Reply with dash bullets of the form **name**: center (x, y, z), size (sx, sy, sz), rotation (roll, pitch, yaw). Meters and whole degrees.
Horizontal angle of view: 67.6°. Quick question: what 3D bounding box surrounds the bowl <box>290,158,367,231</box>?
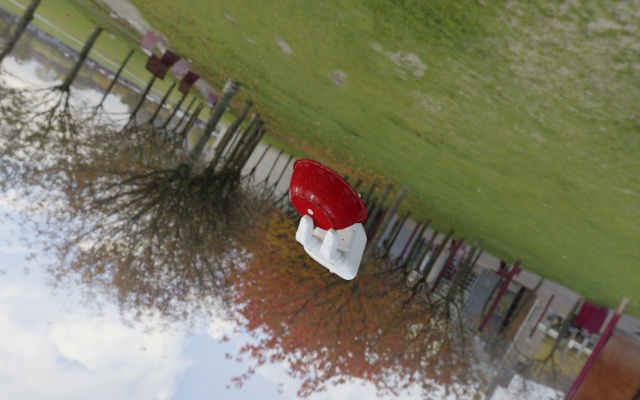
- **bowl**: center (-0.001, 0.002, 0.834), size (0.162, 0.055, 0.162), rotation (34, -22, 16)
